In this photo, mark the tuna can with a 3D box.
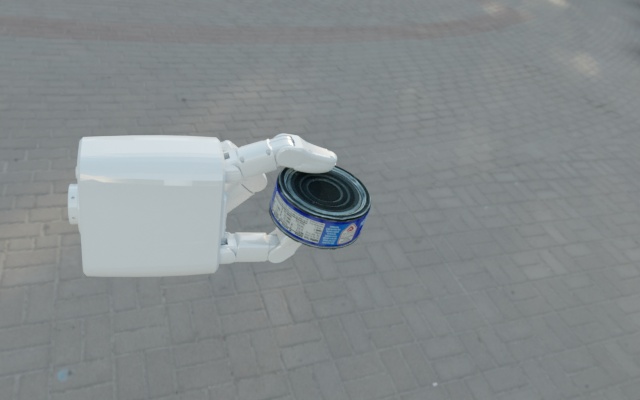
[{"bbox_3d":[0.000,0.001,0.418,0.086,0.034,0.086,13,36,-9],"label":"tuna can"}]
